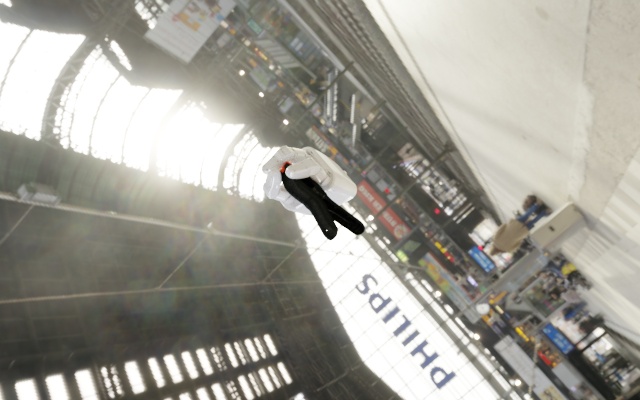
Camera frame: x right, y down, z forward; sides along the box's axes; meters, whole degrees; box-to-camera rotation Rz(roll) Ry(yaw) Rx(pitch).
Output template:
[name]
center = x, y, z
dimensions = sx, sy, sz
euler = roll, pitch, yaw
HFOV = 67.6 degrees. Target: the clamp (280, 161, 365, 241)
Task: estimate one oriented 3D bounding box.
[clamp]
center = 0.000, 0.003, 0.783
dimensions = 0.171, 0.039, 0.120
euler = 51, 16, 27
